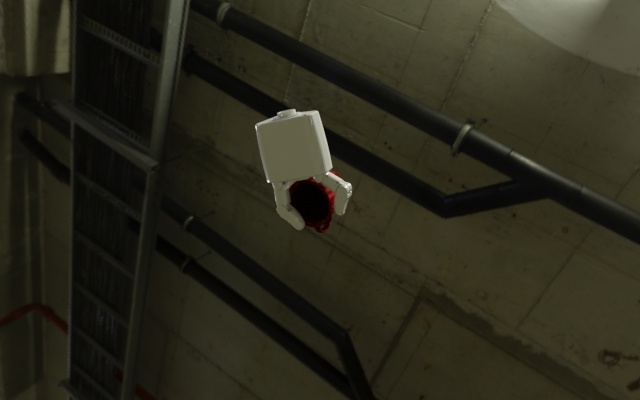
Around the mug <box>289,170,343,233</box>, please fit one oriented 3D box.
[{"bbox_3d":[0.001,0.004,0.892,0.093,0.117,0.081,-1,21,31],"label":"mug"}]
